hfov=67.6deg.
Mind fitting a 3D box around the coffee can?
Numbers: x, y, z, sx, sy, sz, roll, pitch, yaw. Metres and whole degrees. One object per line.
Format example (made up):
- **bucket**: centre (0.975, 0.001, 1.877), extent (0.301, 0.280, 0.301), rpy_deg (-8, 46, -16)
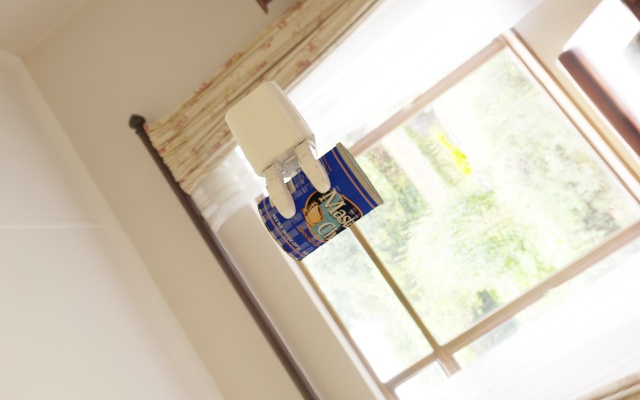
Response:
- **coffee can**: centre (0.000, 0.002, 0.652), extent (0.140, 0.103, 0.103), rpy_deg (-36, -7, 9)
